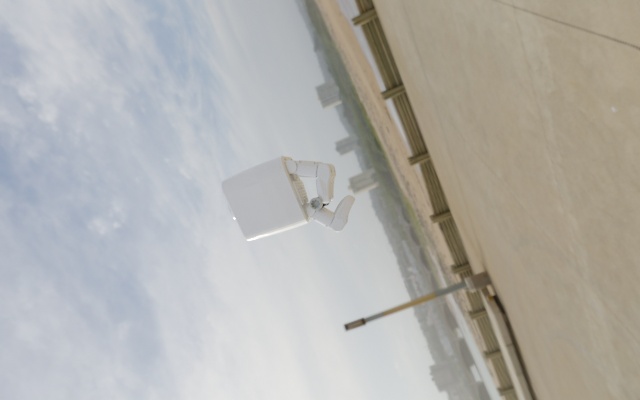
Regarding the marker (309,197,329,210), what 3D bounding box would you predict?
[{"bbox_3d":[0.000,0.002,0.764,0.020,0.020,0.121,0,3,7],"label":"marker"}]
